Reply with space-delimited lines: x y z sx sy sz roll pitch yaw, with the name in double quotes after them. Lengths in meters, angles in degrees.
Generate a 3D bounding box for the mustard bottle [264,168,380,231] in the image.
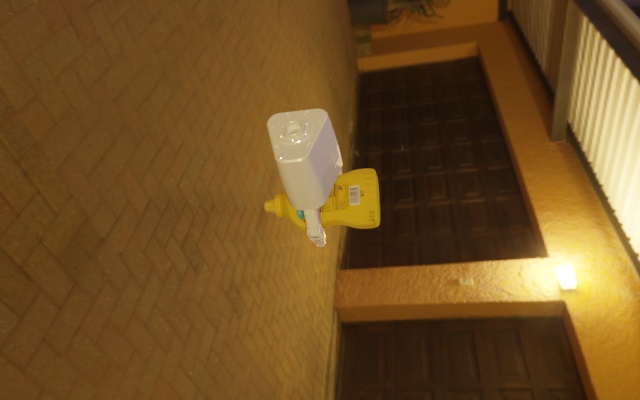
0.000 0.003 0.792 0.191 0.096 0.058 -5 -15 11 "mustard bottle"
